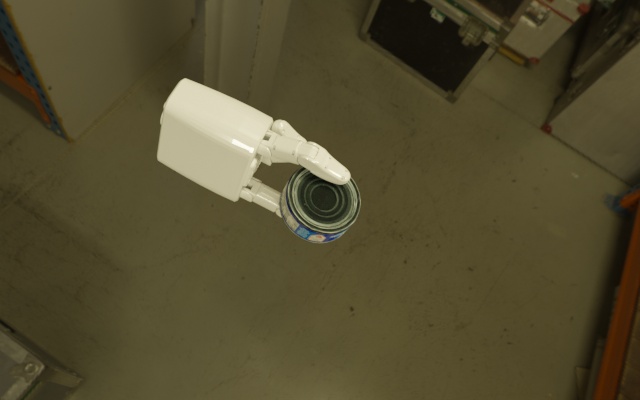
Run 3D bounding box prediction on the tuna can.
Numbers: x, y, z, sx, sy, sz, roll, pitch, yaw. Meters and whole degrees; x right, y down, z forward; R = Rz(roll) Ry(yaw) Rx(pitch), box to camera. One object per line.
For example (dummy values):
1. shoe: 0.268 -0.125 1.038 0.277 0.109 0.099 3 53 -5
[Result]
1. tuna can: 0.000 0.002 0.524 0.086 0.086 0.034 0 -21 -19
